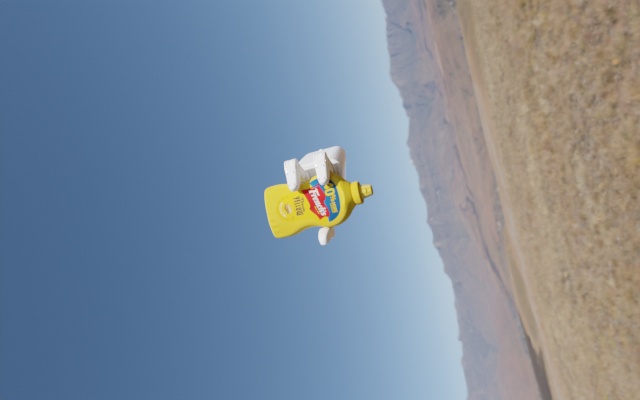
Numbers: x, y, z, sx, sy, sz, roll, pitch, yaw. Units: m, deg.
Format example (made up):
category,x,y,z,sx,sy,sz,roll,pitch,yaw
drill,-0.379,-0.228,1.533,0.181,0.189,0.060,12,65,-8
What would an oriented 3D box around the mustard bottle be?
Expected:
category,x,y,z,sx,sy,sz,roll,pitch,yaw
mustard bottle,0.000,0.003,0.853,0.191,0.096,0.058,-13,-6,15
